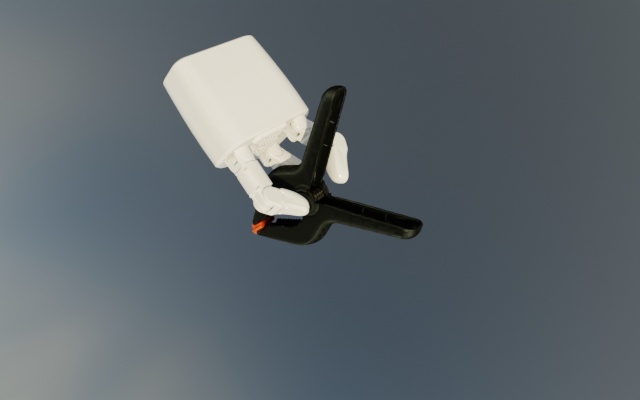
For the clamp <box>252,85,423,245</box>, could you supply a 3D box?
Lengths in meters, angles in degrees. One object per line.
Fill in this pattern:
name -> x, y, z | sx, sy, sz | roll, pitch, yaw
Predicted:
clamp -> -0.001, 0.002, 0.516 | 0.210, 0.164, 0.036 | -37, -5, 41
